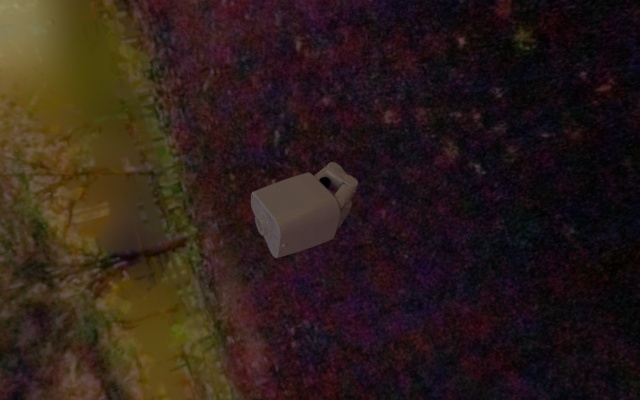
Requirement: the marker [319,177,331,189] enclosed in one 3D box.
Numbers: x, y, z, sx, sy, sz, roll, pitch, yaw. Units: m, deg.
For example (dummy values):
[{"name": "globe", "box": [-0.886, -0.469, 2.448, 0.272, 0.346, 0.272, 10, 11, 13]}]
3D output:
[{"name": "marker", "box": [0.000, 0.003, 0.823, 0.020, 0.020, 0.121, 0, -39, -10]}]
